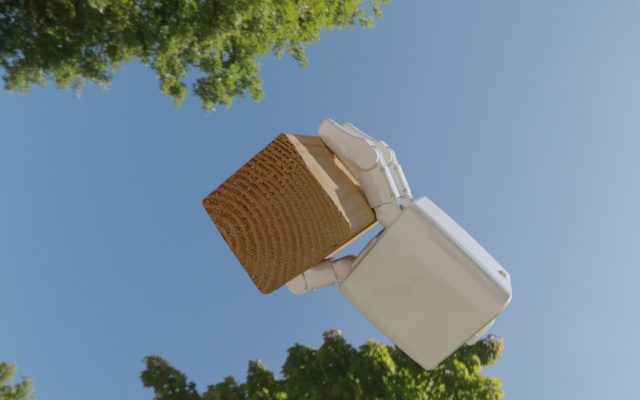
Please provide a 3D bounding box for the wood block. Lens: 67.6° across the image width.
[{"bbox_3d":[0.000,0.002,0.442,0.091,0.090,0.206,-38,-8,19],"label":"wood block"}]
